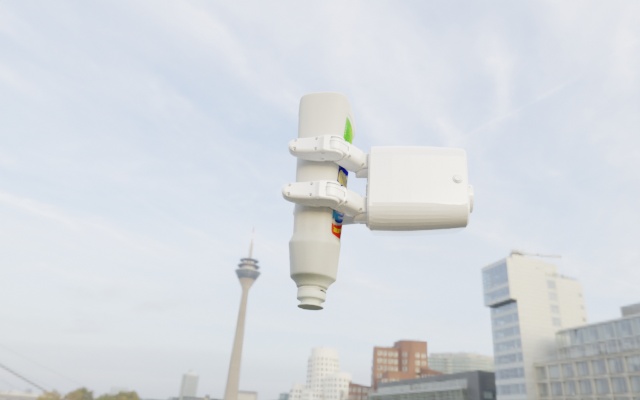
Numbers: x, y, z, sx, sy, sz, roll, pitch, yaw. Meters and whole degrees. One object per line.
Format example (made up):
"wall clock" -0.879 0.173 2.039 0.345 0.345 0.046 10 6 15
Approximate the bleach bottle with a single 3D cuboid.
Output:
"bleach bottle" 0.000 0.002 0.556 0.068 0.250 0.103 0 -25 10
